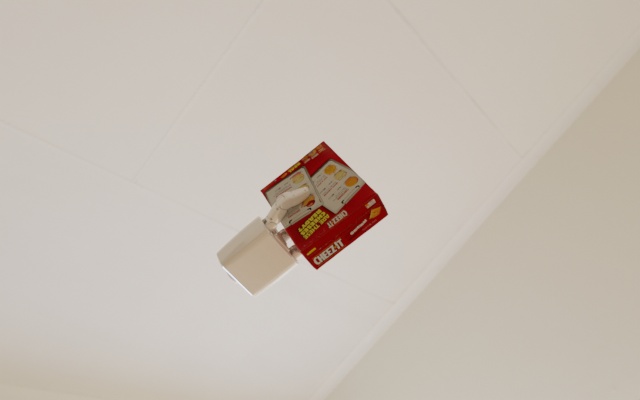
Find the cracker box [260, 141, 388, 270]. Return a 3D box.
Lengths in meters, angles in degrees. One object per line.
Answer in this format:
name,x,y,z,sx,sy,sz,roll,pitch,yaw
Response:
cracker box,0.000,0.003,0.889,0.072,0.164,0.213,53,-2,-41
